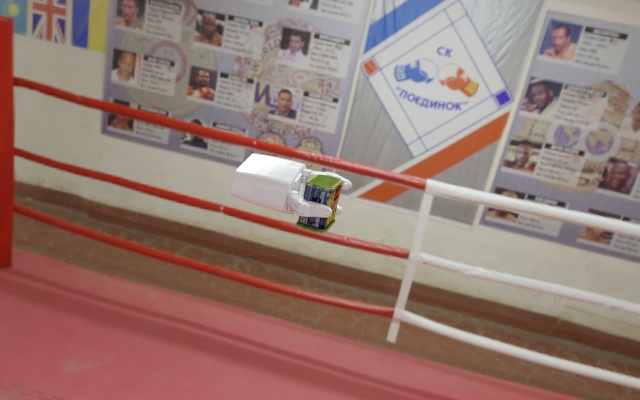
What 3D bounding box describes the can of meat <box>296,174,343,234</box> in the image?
[{"bbox_3d":[0.000,0.003,0.858,0.057,0.084,0.102,15,17,12],"label":"can of meat"}]
